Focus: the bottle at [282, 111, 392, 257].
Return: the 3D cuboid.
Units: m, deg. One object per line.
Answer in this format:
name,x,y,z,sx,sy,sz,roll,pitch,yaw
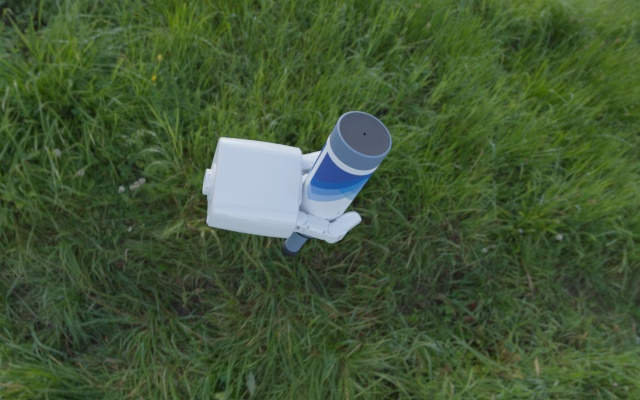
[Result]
bottle,0.000,0.002,0.646,0.069,0.069,0.296,0,-31,-23
